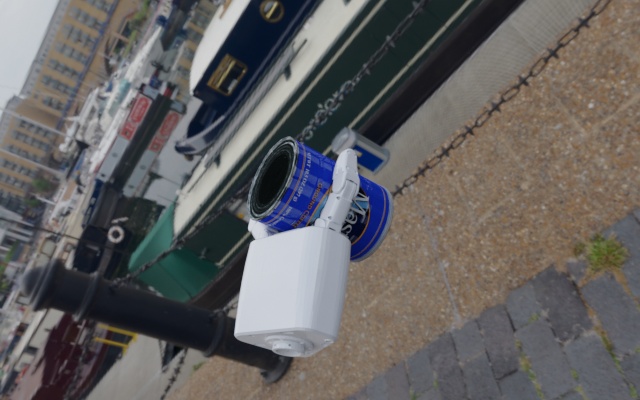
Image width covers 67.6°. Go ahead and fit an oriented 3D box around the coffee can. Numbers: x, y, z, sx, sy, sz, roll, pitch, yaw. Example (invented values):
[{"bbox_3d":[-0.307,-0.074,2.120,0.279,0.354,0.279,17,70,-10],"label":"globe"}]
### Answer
[{"bbox_3d":[0.000,0.002,0.562,0.140,0.103,0.103,26,-13,-27],"label":"coffee can"}]
